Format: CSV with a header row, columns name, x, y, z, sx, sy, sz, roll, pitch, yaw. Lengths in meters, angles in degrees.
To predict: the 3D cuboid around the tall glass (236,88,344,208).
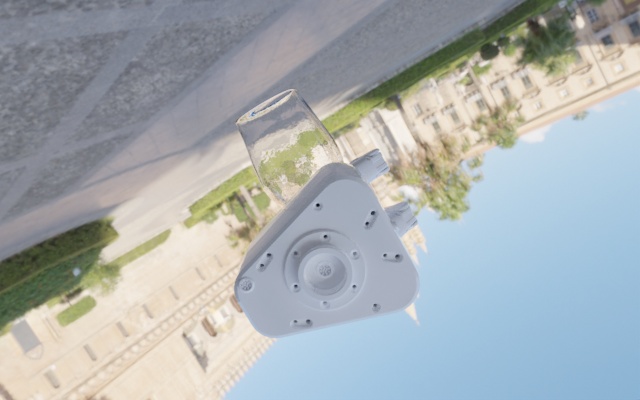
name,x,y,z,sx,sy,sz,roll,pitch,yaw
tall glass,0.000,0.002,0.436,0.079,0.201,0.079,-29,6,3
